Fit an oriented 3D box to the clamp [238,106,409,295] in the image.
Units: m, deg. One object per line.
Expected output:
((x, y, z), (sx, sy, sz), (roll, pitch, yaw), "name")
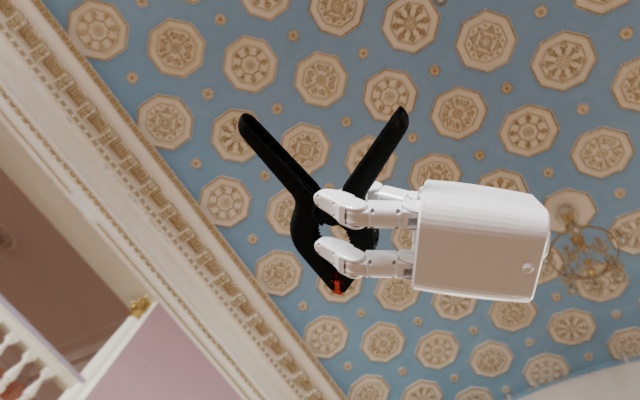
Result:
((0.001, 0.002, 0.486), (0.164, 0.210, 0.036), (8, 29, 15), "clamp")
